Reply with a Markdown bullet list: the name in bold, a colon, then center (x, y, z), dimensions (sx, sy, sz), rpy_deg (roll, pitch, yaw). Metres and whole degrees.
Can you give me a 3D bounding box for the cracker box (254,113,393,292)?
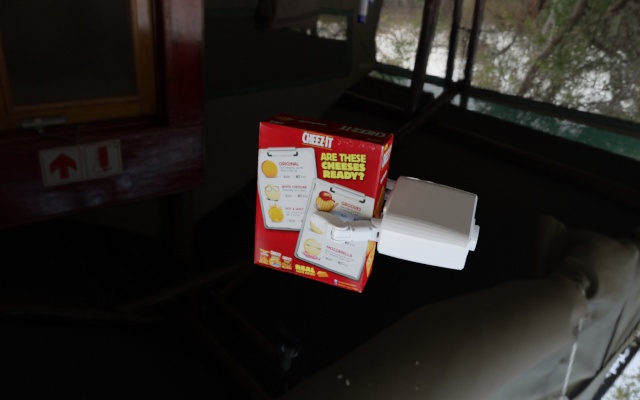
- **cracker box**: center (0.000, 0.002, 0.652), dimensions (0.164, 0.214, 0.072), rpy_deg (13, 26, 15)
